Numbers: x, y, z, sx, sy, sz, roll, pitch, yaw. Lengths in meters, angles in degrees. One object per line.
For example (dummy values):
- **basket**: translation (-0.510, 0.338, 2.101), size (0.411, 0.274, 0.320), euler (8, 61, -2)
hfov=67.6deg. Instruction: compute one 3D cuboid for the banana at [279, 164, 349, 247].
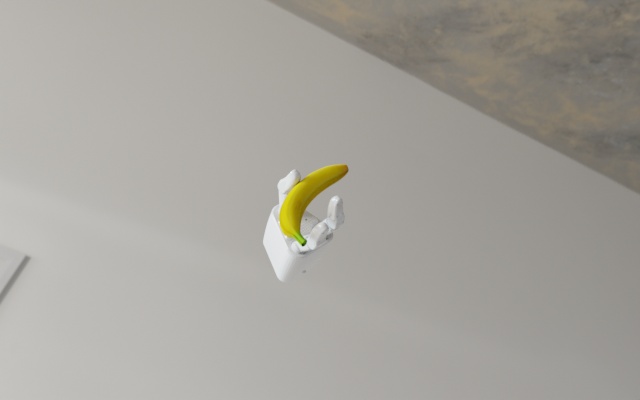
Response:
- **banana**: translation (-0.018, -0.003, 0.779), size (0.069, 0.197, 0.037), euler (23, -41, 8)
